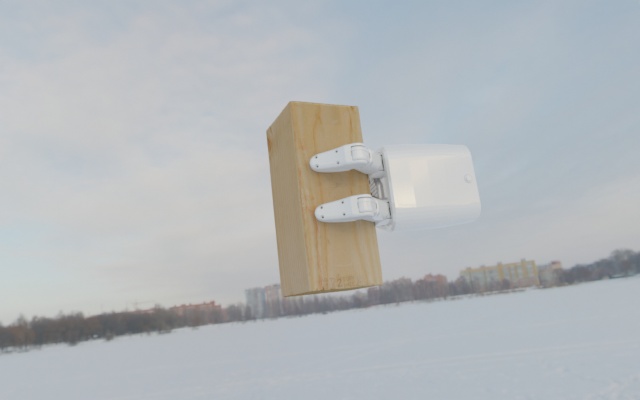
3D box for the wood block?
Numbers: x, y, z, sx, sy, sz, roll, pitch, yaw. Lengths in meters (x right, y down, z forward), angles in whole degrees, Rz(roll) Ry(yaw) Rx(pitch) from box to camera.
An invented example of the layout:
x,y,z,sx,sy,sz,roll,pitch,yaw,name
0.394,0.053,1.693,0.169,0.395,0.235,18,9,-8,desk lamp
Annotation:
x,y,z,sx,sy,sz,roll,pitch,yaw,name
0.000,0.002,0.554,0.090,0.206,0.091,-1,-14,-24,wood block
